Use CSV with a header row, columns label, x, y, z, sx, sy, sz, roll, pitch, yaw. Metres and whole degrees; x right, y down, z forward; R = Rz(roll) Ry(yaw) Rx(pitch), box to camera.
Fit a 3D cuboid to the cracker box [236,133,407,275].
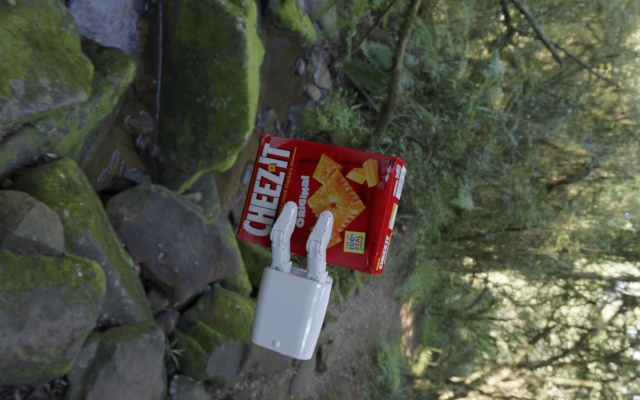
label,x,y,z,sx,sy,sz,roll,pitch,yaw
cracker box,0.000,0.002,0.690,0.213,0.164,0.072,12,-3,20
